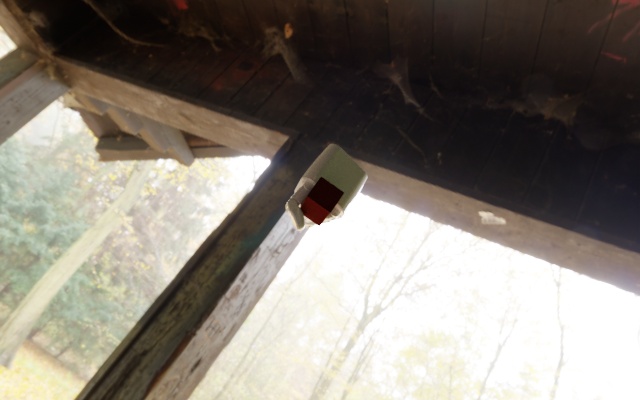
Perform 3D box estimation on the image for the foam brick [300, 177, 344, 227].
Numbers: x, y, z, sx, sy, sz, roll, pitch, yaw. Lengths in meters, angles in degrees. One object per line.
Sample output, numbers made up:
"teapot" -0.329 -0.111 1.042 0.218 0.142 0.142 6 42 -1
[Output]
"foam brick" 0.000 0.003 0.879 0.053 0.051 0.078 36 -27 0
